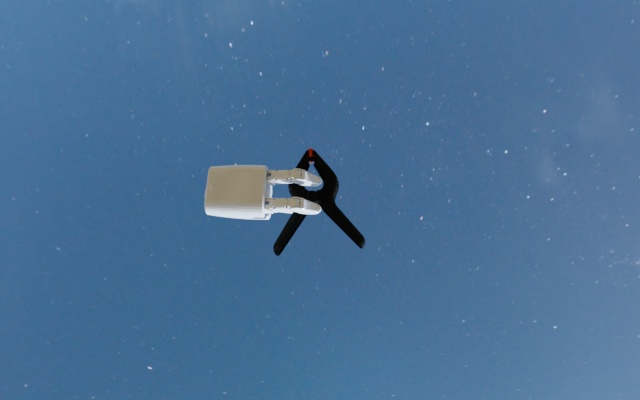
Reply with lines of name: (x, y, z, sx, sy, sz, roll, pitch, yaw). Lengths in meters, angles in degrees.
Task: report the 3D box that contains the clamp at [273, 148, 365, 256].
clamp: (0.000, 0.003, 0.888, 0.164, 0.210, 0.036, 2, -21, -1)
